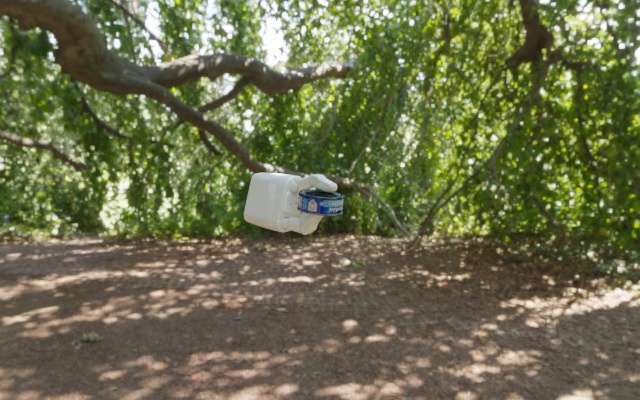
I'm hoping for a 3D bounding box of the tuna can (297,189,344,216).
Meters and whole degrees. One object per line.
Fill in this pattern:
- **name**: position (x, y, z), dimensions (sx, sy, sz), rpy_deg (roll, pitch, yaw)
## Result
- **tuna can**: position (0.000, 0.002, 0.890), dimensions (0.086, 0.034, 0.086), rpy_deg (5, 11, -1)
